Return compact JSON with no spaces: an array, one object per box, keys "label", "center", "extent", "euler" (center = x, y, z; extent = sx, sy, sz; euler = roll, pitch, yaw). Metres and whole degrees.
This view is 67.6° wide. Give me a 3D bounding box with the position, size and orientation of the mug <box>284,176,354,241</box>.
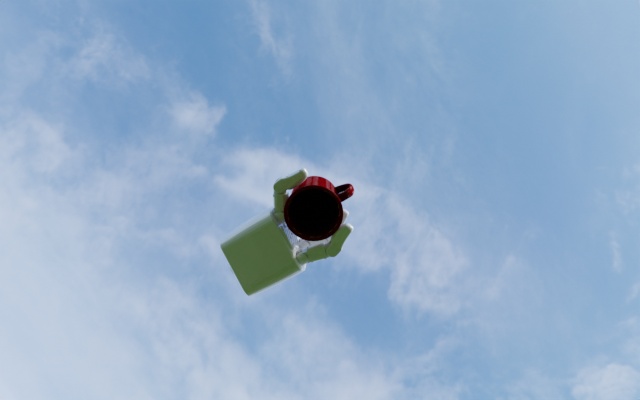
[{"label":"mug","center":[0.001,0.002,0.773],"extent":[0.117,0.093,0.081],"euler":[-28,16,10]}]
